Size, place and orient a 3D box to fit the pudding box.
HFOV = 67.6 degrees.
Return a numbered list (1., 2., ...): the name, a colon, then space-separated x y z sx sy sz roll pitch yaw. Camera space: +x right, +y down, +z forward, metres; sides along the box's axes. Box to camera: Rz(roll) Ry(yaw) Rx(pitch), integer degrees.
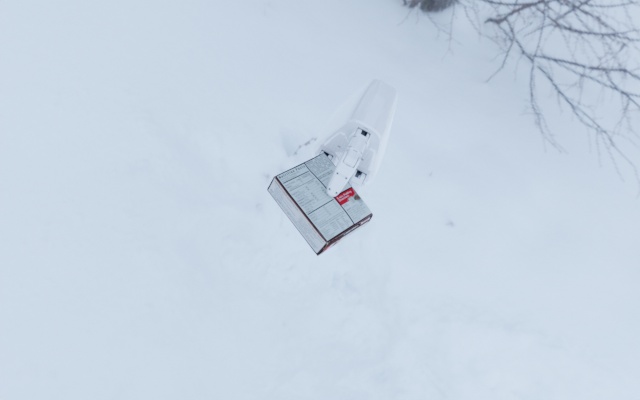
1. pudding box: 0.000 0.002 0.618 0.090 0.113 0.039 -29 -17 -34
